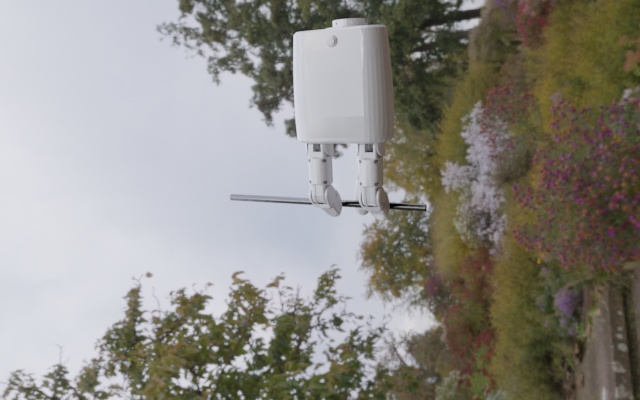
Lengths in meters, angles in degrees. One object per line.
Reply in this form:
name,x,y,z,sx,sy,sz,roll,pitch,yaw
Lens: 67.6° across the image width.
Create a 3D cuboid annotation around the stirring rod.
stirring rod,0.000,0.002,0.548,0.239,0.011,0.011,3,1,23
